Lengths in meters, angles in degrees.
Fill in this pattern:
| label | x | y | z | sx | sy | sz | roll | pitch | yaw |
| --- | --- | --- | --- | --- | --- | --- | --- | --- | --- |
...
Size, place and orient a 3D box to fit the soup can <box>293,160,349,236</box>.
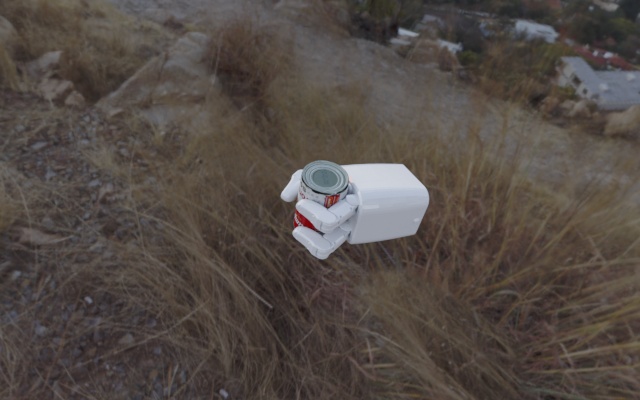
| label | x | y | z | sx | sy | sz | roll | pitch | yaw |
| --- | --- | --- | --- | --- | --- | --- | --- | --- | --- |
| soup can | 0.000 | 0.002 | 0.681 | 0.068 | 0.068 | 0.102 | 0 | -43 | -11 |
